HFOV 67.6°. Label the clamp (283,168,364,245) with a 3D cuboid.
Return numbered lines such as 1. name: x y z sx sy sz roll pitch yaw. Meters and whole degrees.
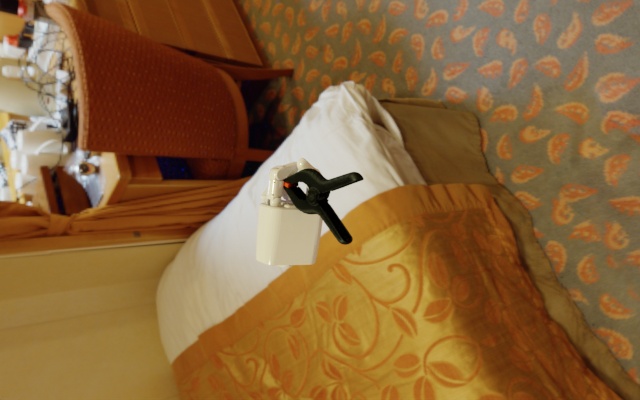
1. clamp: 0.000 0.003 0.803 0.039 0.120 0.171 -1 10 -44
